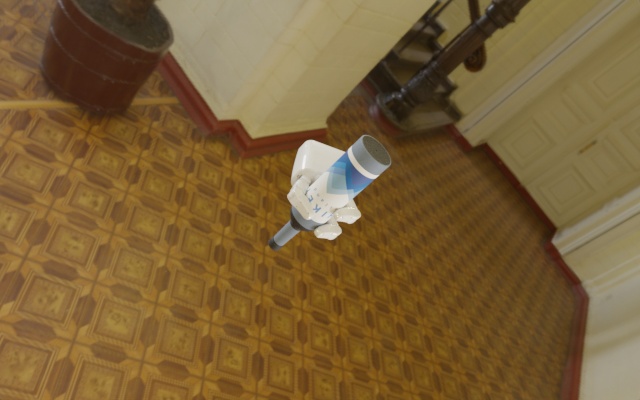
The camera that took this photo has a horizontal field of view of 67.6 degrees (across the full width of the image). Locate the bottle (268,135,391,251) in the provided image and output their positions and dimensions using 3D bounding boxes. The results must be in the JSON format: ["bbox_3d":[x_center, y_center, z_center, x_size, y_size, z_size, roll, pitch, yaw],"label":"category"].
[{"bbox_3d":[0.000,0.003,0.858,0.069,0.069,0.296,0,-35,-50],"label":"bottle"}]
